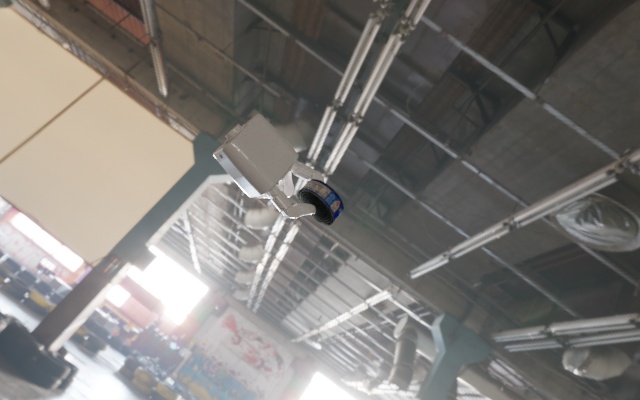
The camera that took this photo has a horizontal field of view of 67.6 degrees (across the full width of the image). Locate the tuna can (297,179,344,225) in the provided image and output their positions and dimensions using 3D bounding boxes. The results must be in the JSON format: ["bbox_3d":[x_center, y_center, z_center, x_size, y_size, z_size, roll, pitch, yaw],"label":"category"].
[{"bbox_3d":[0.001,0.003,0.868,0.033,0.086,0.086,-46,23,-24],"label":"tuna can"}]
